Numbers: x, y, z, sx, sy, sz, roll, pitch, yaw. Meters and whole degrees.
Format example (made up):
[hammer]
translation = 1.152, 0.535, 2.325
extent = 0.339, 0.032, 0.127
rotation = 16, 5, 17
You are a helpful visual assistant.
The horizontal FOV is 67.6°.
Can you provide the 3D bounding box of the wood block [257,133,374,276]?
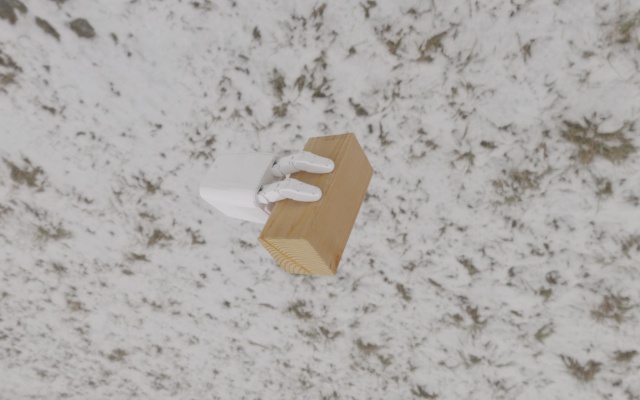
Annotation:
[wood block]
translation = 0.000, 0.003, 0.730
extent = 0.090, 0.206, 0.091
rotation = -2, -41, 33
